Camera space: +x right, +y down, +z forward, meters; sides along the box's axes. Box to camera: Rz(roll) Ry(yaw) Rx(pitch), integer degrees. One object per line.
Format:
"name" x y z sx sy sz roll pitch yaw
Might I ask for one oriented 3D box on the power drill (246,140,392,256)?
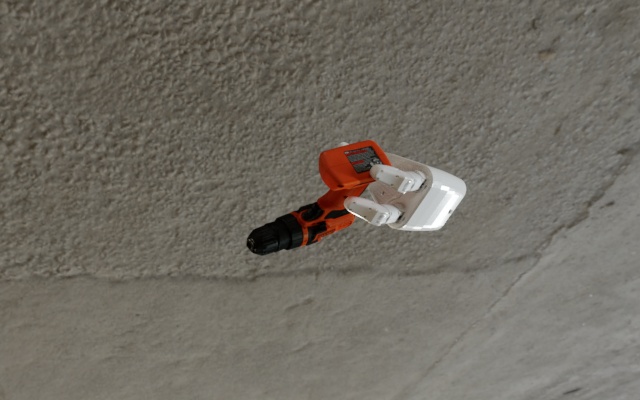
"power drill" 0.001 0.002 0.652 0.184 0.057 0.188 -19 -20 -36
